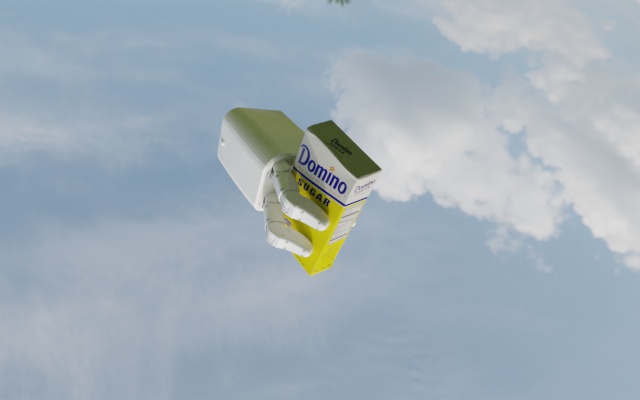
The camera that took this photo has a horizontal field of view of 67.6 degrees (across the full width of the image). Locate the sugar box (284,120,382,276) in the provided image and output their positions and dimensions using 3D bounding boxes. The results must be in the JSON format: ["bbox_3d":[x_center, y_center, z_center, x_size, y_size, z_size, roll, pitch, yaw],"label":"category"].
[{"bbox_3d":[0.000,0.002,0.576,0.048,0.176,0.093,-22,58,-35],"label":"sugar box"}]
